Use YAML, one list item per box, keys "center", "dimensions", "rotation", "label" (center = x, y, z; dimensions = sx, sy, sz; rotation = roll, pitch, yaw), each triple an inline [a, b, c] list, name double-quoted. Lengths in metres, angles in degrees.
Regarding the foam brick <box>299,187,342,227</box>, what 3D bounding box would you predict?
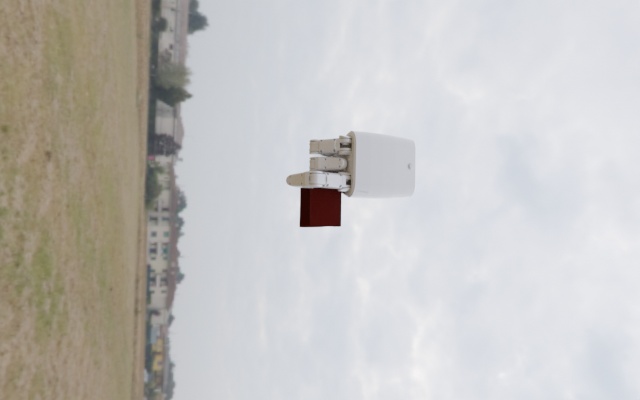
- center: [0.000, 0.003, 0.724]
  dimensions: [0.051, 0.078, 0.053]
  rotation: [3, -4, -19]
  label: "foam brick"
